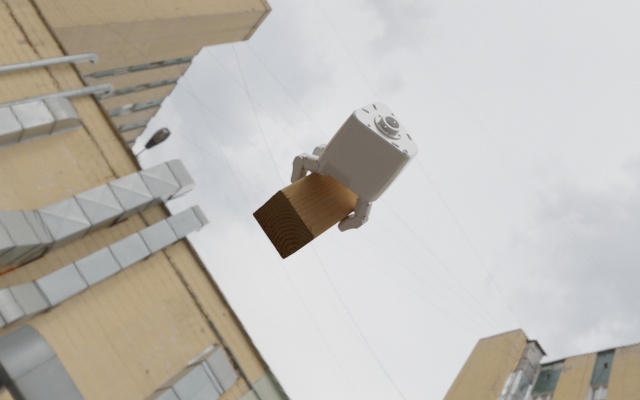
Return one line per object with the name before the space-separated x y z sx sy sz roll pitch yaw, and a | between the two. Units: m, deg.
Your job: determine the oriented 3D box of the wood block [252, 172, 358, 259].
wood block | 0.001 0.003 0.799 0.206 0.091 0.090 -31 -5 -47
